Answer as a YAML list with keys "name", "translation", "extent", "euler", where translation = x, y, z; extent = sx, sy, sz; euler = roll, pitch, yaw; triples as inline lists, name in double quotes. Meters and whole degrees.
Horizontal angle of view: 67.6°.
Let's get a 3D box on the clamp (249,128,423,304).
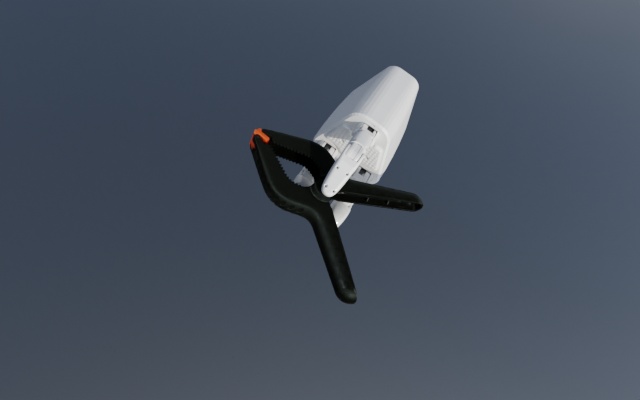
- name: "clamp"
  translation: [0.000, 0.001, 0.528]
  extent: [0.210, 0.164, 0.036]
  euler: [35, -33, -2]
